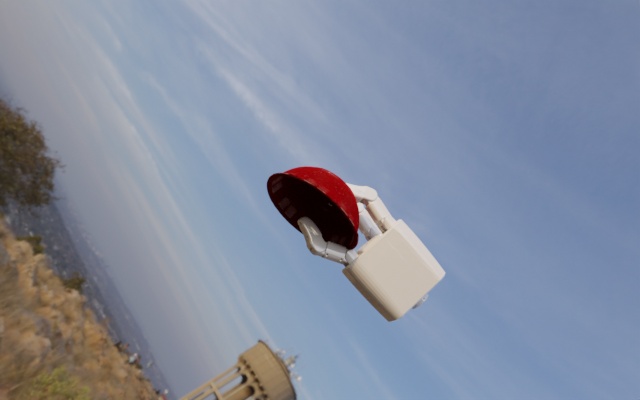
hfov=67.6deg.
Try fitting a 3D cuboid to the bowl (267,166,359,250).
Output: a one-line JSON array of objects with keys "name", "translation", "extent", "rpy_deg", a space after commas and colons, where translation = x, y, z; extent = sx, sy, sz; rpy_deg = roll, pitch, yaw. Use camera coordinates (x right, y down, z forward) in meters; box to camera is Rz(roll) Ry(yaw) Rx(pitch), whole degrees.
[{"name": "bowl", "translation": [-0.001, 0.001, 0.704], "extent": [0.162, 0.055, 0.162], "rpy_deg": [30, -27, 17]}]
